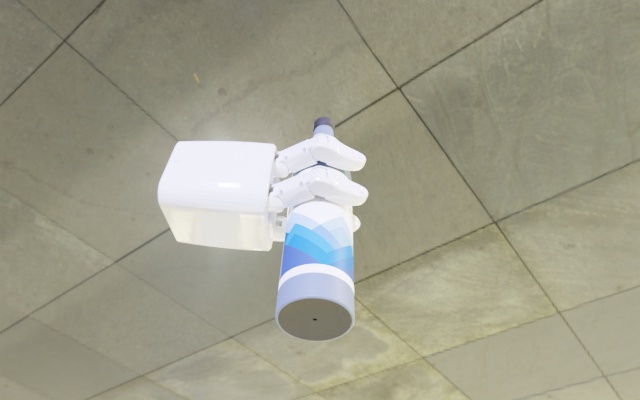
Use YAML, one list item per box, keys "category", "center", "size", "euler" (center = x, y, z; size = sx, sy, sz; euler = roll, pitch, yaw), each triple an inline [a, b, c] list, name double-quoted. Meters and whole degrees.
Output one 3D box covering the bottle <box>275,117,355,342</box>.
- category: "bottle"
  center: [0.000, 0.002, 0.506]
  size: [0.069, 0.069, 0.295]
  euler: [0, 42, 3]
